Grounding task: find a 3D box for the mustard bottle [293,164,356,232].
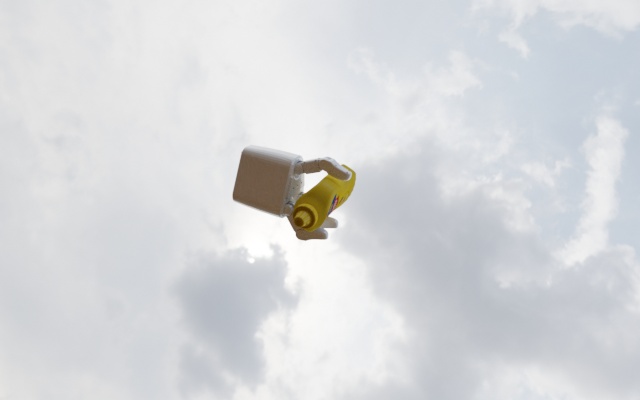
[{"bbox_3d":[0.001,0.003,0.835,0.058,0.096,0.191,37,29,7],"label":"mustard bottle"}]
